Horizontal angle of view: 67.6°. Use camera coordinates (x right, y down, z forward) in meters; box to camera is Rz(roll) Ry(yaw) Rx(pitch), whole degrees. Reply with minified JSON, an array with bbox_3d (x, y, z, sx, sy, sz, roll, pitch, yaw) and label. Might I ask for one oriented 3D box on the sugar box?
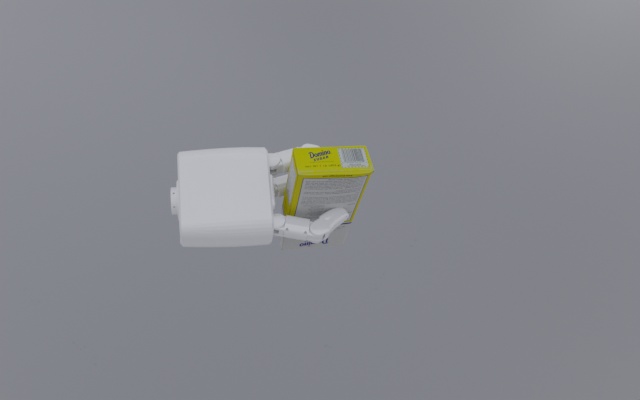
[{"bbox_3d":[0.000,0.002,0.618,0.093,0.048,0.176,-3,-32,-14],"label":"sugar box"}]
